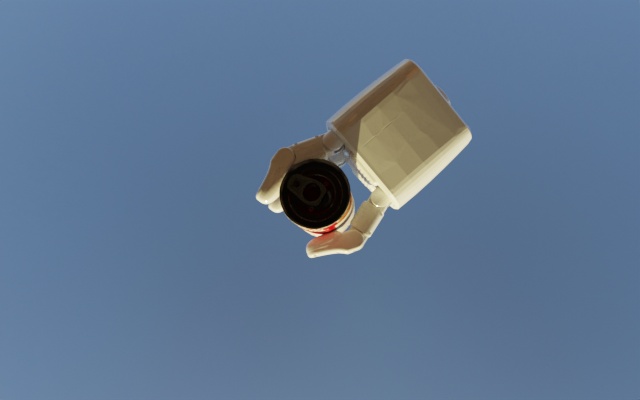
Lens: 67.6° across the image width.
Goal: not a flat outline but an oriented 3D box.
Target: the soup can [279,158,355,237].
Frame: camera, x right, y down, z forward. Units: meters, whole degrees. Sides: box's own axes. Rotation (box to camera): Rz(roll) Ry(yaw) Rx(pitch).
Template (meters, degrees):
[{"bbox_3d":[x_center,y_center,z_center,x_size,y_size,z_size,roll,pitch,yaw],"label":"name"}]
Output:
[{"bbox_3d":[0.000,0.002,0.496,0.068,0.068,0.102,0,-10,6],"label":"soup can"}]
